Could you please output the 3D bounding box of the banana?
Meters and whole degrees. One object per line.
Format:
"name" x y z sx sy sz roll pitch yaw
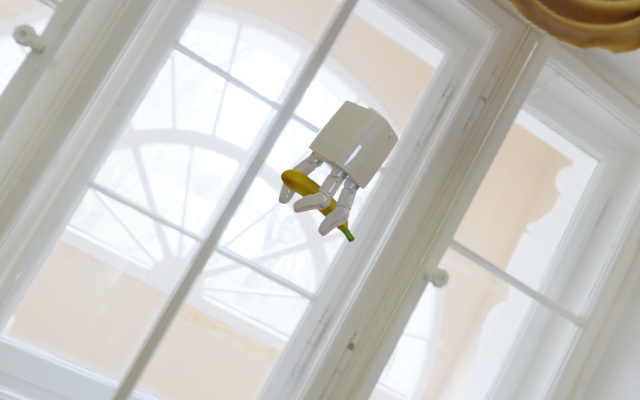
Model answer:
"banana" -0.005 -0.004 0.813 0.198 0.037 0.069 42 5 -36
